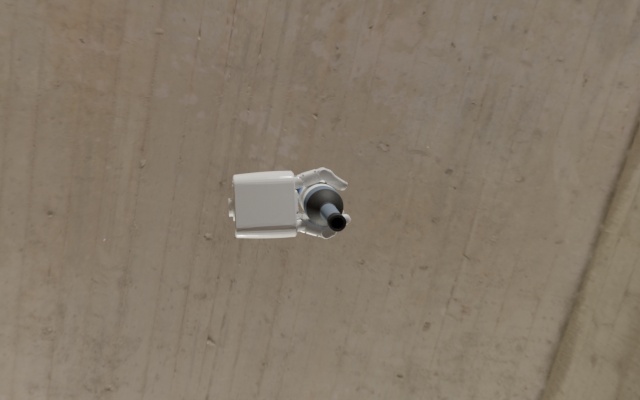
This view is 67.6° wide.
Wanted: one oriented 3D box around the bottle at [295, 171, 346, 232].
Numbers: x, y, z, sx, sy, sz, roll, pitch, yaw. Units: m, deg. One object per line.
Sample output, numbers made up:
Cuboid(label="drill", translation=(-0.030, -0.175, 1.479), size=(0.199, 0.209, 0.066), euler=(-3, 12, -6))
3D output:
Cuboid(label="bottle", translation=(0.000, 0.003, 0.850), size=(0.069, 0.069, 0.295), euler=(0, 12, -10))
